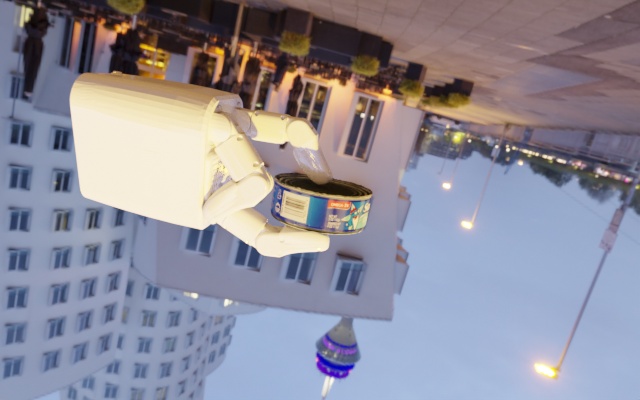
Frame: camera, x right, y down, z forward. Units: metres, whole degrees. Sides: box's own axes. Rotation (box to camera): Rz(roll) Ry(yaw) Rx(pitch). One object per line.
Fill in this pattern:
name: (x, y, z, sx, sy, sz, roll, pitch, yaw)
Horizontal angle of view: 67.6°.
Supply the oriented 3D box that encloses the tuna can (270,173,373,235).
tuna can: (0.000, 0.002, 0.415, 0.086, 0.034, 0.086, 9, 12, -2)
